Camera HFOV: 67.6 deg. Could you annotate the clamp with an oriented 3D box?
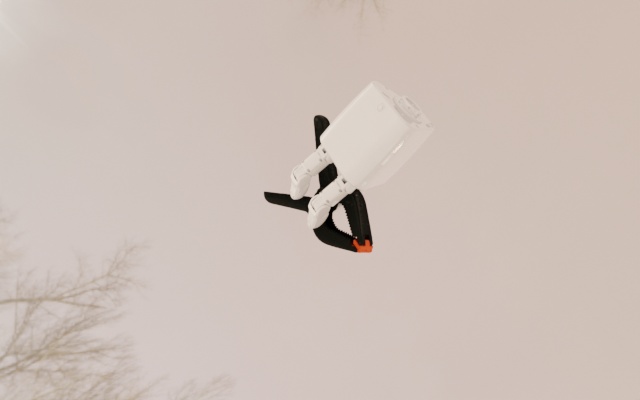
[{"bbox_3d":[0.001,0.003,0.690,0.036,0.210,0.165,5,-45,-48],"label":"clamp"}]
